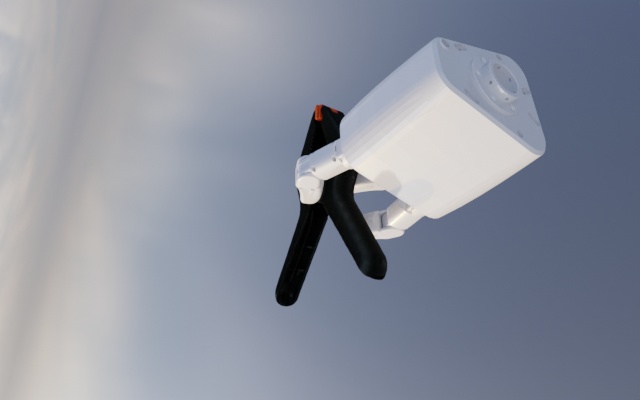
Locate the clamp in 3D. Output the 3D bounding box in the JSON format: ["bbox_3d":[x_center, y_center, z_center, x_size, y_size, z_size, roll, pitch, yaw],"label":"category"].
[{"bbox_3d":[-0.001,0.001,0.482,0.036,0.209,0.165,16,-33,-30],"label":"clamp"}]
